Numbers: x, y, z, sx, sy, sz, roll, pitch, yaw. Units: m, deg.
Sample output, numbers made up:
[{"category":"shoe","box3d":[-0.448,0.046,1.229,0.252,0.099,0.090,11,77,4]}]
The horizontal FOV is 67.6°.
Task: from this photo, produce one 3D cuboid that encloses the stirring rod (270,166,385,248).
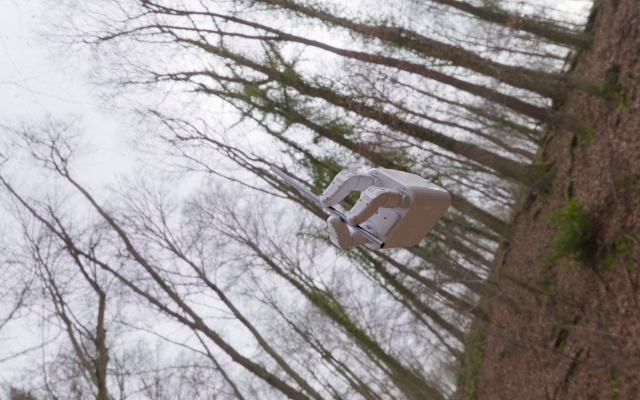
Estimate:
[{"category":"stirring rod","box3d":[0.000,0.002,0.657,0.011,0.011,0.239,0,26,-44]}]
